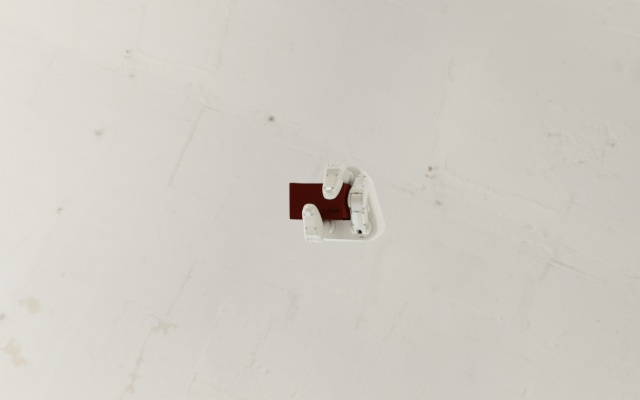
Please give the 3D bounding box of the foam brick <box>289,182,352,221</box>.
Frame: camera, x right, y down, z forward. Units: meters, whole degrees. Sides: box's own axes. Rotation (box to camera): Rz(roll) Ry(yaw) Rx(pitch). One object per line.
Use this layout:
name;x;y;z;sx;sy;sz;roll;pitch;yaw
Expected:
foam brick;0.000;0.002;0.668;0.078;0.053;0.051;1;-2;16
